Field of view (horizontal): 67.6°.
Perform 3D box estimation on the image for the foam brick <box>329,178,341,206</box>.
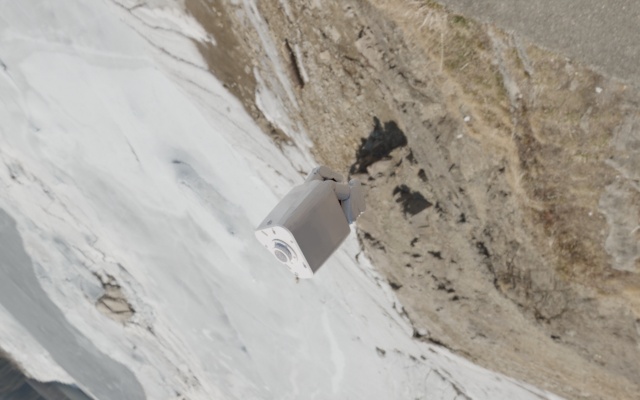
[{"bbox_3d":[0.000,0.003,0.810,0.078,0.053,0.051,-15,27,52],"label":"foam brick"}]
